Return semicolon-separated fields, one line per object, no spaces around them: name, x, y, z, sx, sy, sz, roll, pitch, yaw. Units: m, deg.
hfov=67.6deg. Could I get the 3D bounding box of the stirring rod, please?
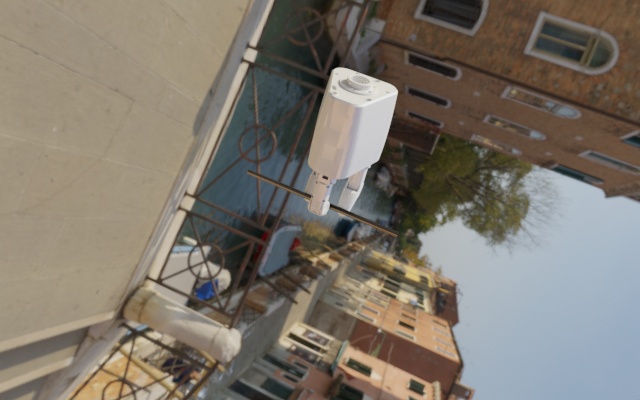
stirring rod;0.000;0.002;0.696;0.239;0.011;0.011;23;5;11
